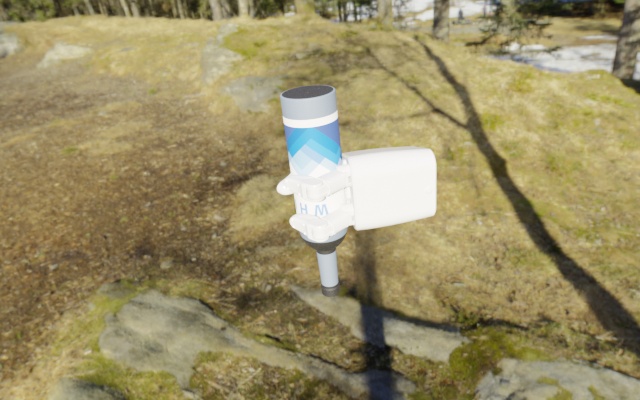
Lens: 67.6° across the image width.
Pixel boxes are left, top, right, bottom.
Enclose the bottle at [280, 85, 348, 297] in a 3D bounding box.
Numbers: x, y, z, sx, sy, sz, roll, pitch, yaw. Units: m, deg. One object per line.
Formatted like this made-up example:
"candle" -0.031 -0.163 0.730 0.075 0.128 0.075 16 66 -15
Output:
"bottle" 0.000 0.002 0.632 0.069 0.296 0.069 -5 27 3
